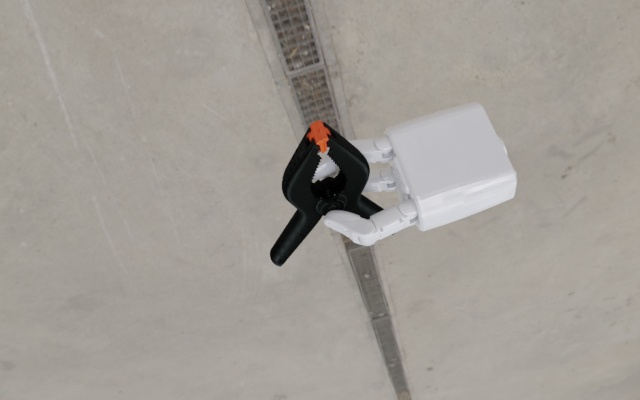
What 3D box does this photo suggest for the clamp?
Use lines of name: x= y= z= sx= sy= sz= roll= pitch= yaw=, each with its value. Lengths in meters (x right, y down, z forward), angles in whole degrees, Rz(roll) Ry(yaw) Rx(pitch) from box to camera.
clamp: x=0.000 y=0.002 z=0.528 sx=0.164 sy=0.036 sz=0.210 roll=-20 pitch=-37 yaw=0
